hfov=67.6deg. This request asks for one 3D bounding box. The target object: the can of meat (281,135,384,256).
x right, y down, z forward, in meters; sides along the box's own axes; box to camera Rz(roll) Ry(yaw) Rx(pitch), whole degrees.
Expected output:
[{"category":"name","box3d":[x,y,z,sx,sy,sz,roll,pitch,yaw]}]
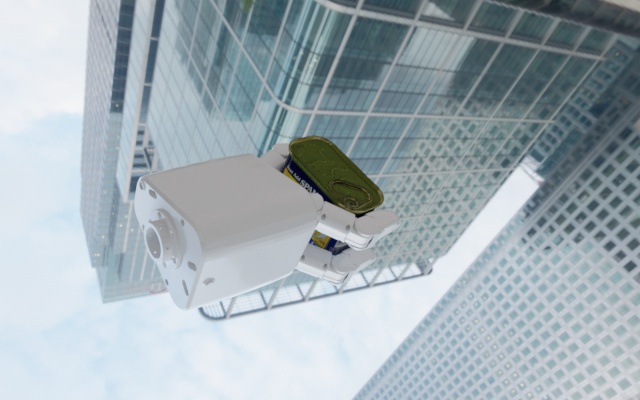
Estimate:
[{"category":"can of meat","box3d":[0.000,0.002,0.468,0.057,0.084,0.102,-19,57,-43]}]
